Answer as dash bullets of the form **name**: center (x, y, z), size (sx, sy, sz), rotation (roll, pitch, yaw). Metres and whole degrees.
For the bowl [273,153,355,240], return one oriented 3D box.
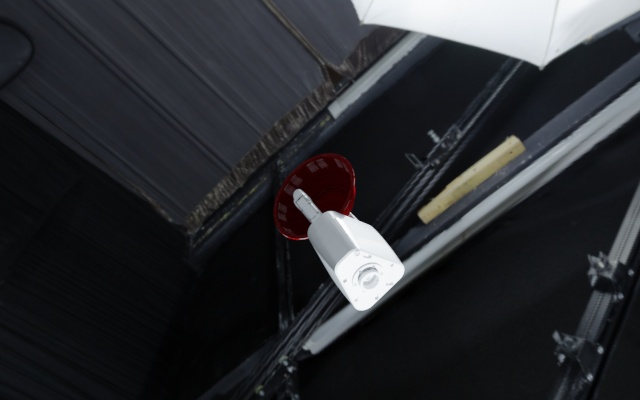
- **bowl**: center (0.000, 0.002, 0.804), size (0.162, 0.162, 0.055), rotation (0, -28, 39)
